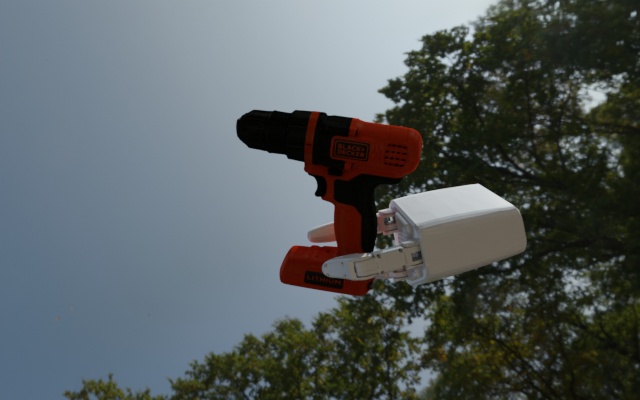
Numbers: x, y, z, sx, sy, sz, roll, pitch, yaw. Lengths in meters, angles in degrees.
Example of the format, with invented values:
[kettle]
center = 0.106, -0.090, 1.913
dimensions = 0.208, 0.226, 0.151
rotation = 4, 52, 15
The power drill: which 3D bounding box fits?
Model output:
[power drill]
center = 0.000, 0.002, 0.497
dimensions = 0.184, 0.188, 0.057
rotation = 9, 25, 7
